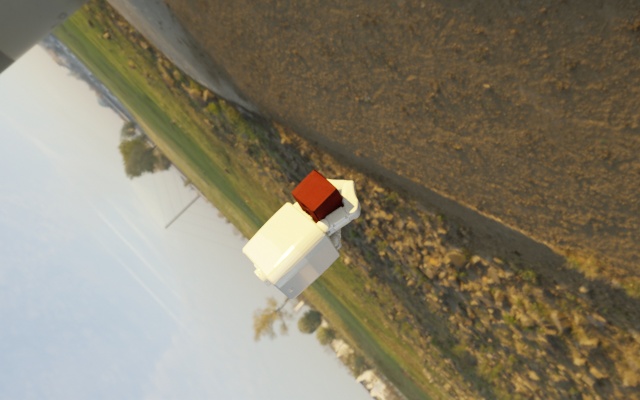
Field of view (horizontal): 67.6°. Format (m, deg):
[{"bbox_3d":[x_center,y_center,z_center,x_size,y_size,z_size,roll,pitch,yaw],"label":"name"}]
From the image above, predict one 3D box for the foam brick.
[{"bbox_3d":[0.000,0.002,0.726,0.053,0.051,0.078,41,-10,31],"label":"foam brick"}]
